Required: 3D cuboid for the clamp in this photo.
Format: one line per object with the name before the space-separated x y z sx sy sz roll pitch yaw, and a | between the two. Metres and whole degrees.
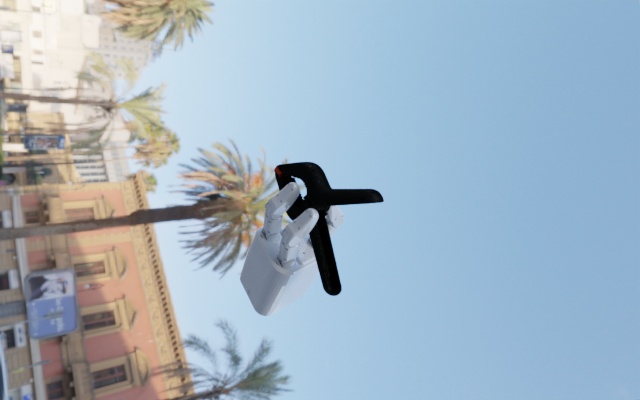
clamp | 0.000 0.002 0.661 0.036 0.165 0.210 -1 42 -39
